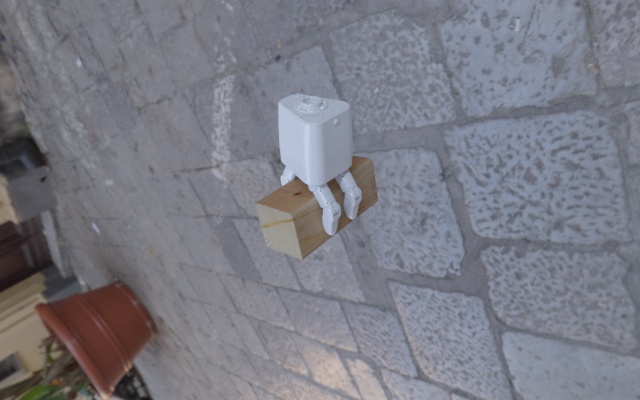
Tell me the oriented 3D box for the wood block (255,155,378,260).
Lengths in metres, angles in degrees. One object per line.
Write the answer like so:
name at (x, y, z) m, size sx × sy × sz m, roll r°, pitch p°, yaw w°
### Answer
wood block at (0.000, 0.002, 0.829) m, size 0.091 × 0.090 × 0.206 m, roll 16°, pitch 38°, yaw 41°
